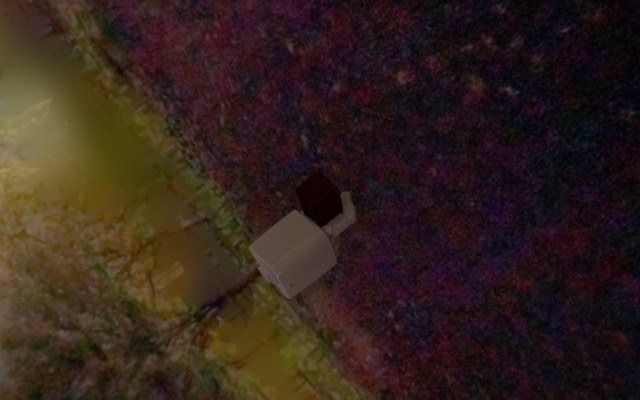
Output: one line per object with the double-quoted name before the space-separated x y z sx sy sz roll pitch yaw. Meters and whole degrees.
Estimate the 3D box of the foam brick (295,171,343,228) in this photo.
"foam brick" 0.000 0.002 0.787 0.051 0.078 0.053 -36 54 -14
